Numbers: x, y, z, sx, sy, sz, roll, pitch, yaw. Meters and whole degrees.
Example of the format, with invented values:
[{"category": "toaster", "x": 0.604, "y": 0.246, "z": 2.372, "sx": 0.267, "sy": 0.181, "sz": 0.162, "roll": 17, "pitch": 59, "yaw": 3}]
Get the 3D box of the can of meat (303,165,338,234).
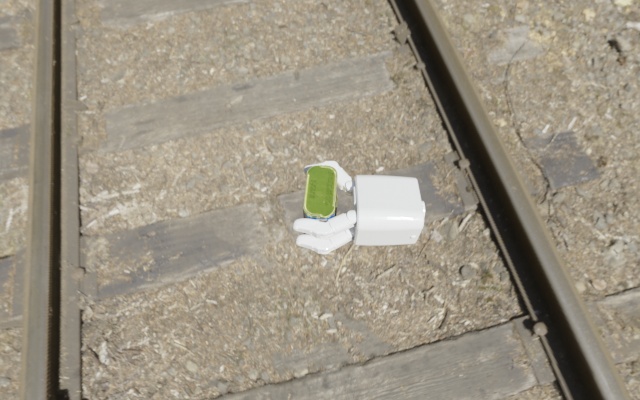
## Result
[{"category": "can of meat", "x": 0.000, "y": 0.002, "z": 0.802, "sx": 0.057, "sy": 0.102, "sz": 0.084, "roll": 4, "pitch": -28, "yaw": 1}]
